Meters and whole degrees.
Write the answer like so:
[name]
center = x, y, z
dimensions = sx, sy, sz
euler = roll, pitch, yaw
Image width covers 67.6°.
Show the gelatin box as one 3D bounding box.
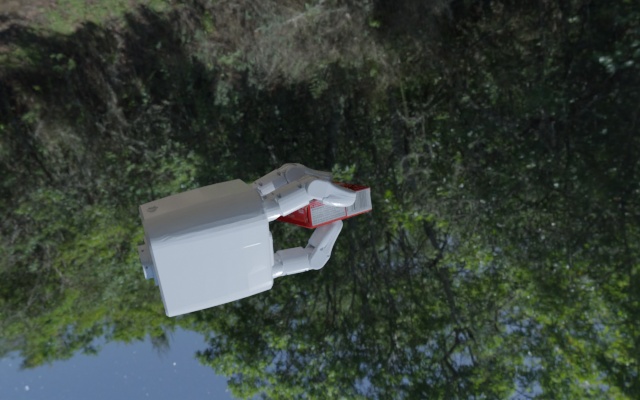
[gelatin box]
center = 0.000, 0.002, 0.530
dimensions = 0.089, 0.030, 0.073
euler = -15, 16, -34
